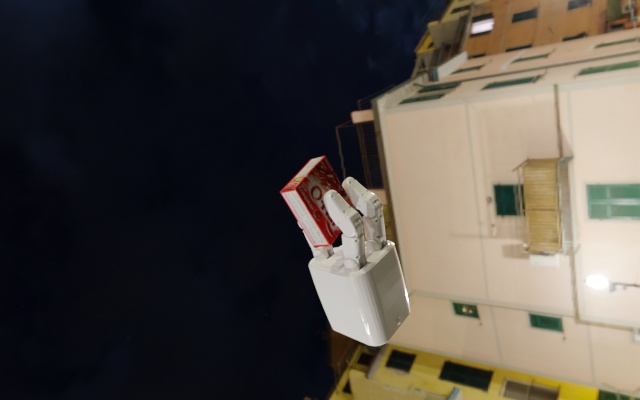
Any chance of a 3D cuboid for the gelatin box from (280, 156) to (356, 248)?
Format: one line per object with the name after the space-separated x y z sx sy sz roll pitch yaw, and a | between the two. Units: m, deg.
0.000 0.002 0.587 0.030 0.089 0.073 -11 28 42 | gelatin box
